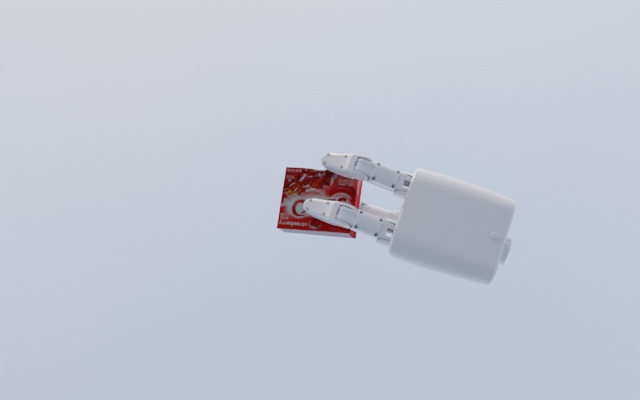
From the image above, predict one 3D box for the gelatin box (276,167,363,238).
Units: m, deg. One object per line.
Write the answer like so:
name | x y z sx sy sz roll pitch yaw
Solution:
gelatin box | 0.000 0.002 0.541 0.089 0.073 0.030 4 -14 16
